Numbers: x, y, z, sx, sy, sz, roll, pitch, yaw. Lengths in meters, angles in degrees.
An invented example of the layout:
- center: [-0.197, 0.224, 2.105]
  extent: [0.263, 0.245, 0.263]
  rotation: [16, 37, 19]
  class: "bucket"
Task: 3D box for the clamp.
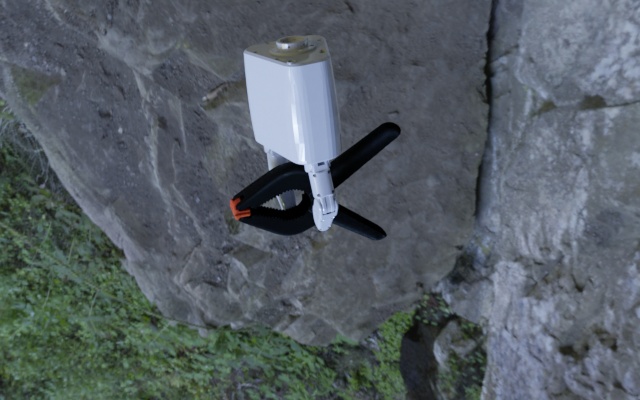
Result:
- center: [0.000, 0.002, 0.575]
  extent: [0.210, 0.165, 0.036]
  rotation: [-15, 35, -14]
  class: "clamp"
